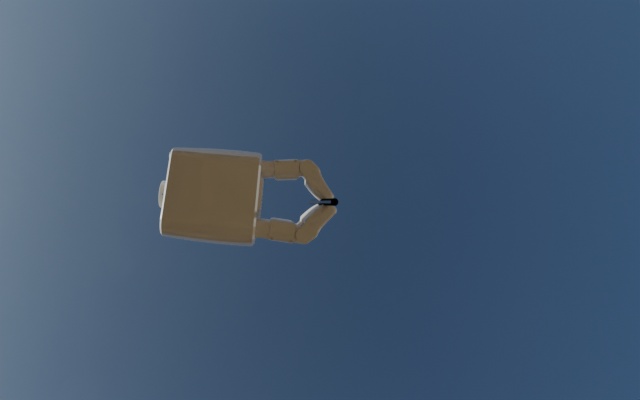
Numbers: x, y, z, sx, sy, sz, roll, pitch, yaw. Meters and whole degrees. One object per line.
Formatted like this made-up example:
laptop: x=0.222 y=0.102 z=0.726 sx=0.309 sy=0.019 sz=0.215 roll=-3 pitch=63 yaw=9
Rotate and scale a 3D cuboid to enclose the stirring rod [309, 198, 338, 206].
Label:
stirring rod: x=0.000 y=0.002 z=0.606 sx=0.011 sy=0.011 sz=0.239 roll=0 pitch=0 yaw=-7
